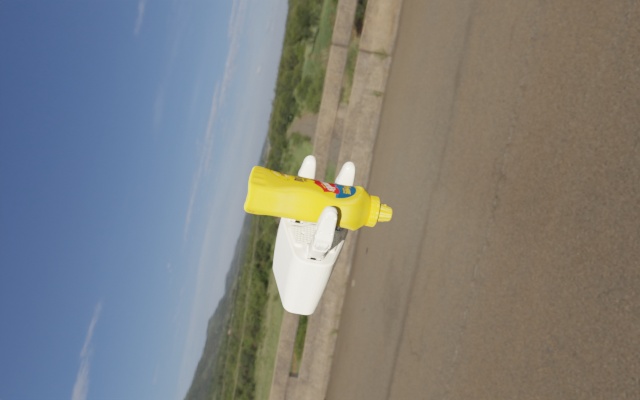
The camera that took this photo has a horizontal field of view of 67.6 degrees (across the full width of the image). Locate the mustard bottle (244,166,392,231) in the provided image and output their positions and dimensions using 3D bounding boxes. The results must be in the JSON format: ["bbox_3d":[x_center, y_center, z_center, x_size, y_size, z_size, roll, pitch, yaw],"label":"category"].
[{"bbox_3d":[0.000,0.002,0.626,0.191,0.058,0.096,11,11,-7],"label":"mustard bottle"}]
